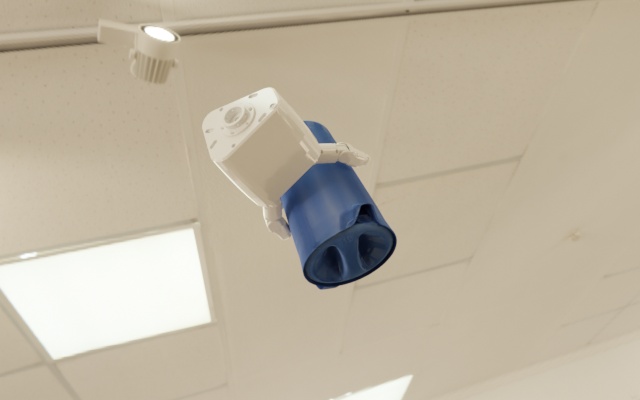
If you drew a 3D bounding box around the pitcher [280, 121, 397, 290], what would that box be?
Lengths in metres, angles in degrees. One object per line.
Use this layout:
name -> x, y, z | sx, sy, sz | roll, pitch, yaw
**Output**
pitcher -> 0.000, 0.002, 0.709 | 0.149, 0.242, 0.145 | -33, -40, 11
